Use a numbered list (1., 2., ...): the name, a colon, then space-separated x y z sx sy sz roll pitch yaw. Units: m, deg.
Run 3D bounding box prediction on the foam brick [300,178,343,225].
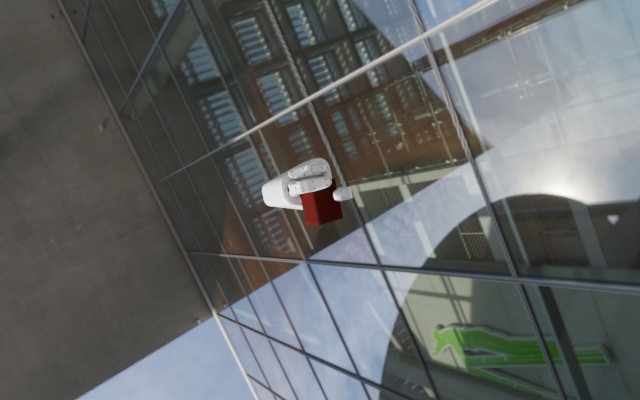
1. foam brick: 0.000 0.003 0.874 0.053 0.078 0.051 -12 1 -31
